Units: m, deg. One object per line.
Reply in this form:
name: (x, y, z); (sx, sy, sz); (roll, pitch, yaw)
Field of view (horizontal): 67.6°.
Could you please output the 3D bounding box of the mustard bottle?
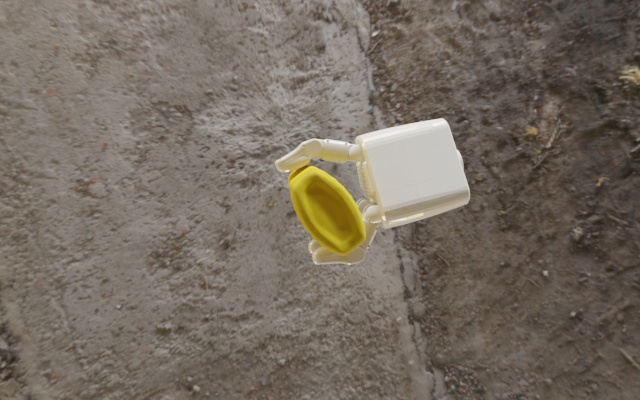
mustard bottle: (0.000, 0.002, 0.572); (0.058, 0.096, 0.191); (-38, 9, 0)
